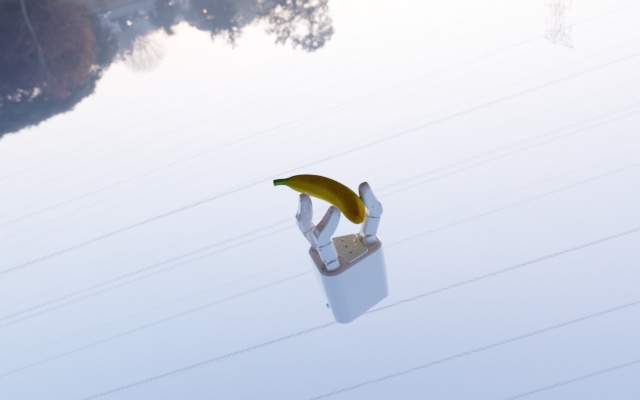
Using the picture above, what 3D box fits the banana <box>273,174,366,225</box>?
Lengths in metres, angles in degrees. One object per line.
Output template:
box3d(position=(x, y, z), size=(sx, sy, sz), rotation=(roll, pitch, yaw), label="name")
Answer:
box3d(position=(0.011, -0.007, 0.742), size=(0.069, 0.037, 0.197), rotation=(-31, 35, -32), label="banana")
